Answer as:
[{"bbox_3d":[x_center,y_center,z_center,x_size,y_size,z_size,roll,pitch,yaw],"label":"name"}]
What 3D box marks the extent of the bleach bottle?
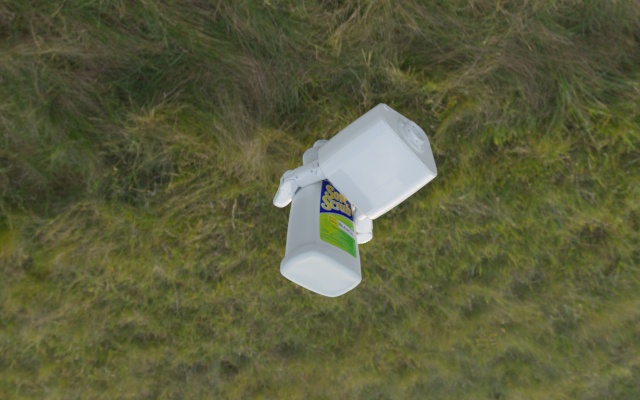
[{"bbox_3d":[0.000,0.002,0.660,0.102,0.250,0.068,32,-53,-31],"label":"bleach bottle"}]
